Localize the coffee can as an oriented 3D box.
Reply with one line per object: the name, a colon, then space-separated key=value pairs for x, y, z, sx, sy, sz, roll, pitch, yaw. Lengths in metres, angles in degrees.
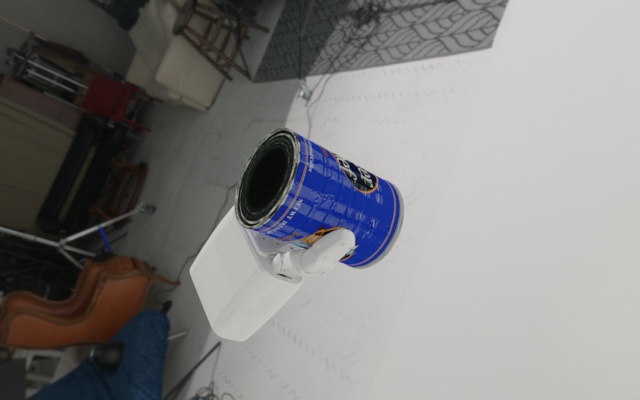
coffee can: x=0.000 y=0.002 z=0.483 sx=0.140 sy=0.102 sz=0.103 roll=24 pitch=-14 yaw=-34
